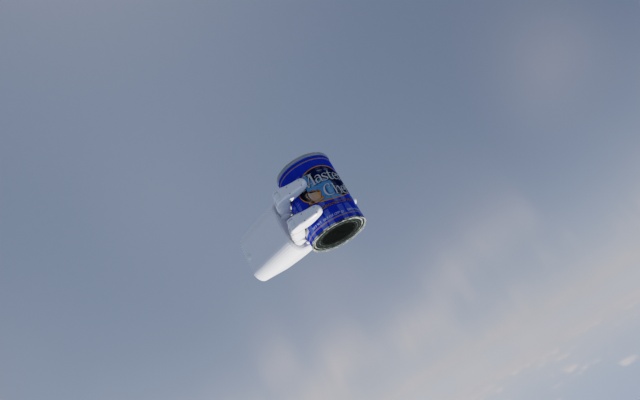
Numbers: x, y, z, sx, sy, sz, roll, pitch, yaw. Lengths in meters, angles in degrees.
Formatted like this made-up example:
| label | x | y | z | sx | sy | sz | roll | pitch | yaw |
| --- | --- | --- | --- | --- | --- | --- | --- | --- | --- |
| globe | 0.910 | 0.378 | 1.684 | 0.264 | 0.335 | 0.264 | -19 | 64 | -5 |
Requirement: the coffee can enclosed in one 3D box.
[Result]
| label | x | y | z | sx | sy | sz | roll | pitch | yaw |
| --- | --- | --- | --- | --- | --- | --- | --- | --- | --- |
| coffee can | 0.000 | 0.002 | 0.820 | 0.103 | 0.140 | 0.103 | -24 | -25 | -12 |
